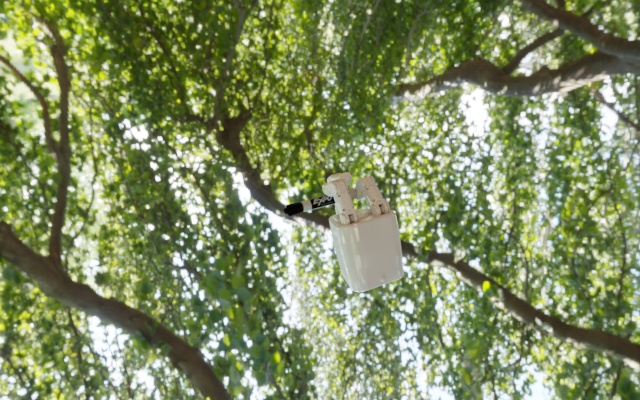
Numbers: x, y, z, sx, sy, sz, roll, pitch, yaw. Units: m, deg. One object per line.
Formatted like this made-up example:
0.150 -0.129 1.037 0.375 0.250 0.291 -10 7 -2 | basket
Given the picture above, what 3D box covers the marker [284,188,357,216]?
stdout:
0.000 0.002 0.752 0.121 0.020 0.020 -15 5 -21 | marker
